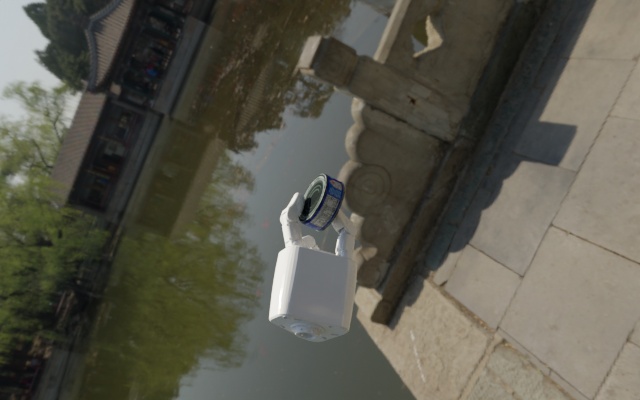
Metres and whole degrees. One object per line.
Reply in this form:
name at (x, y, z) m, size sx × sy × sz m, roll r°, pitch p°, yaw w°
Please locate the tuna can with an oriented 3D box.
tuna can at (0.000, 0.002, 0.740) m, size 0.034 × 0.086 × 0.086 m, roll 26°, pitch -10°, yaw -21°
